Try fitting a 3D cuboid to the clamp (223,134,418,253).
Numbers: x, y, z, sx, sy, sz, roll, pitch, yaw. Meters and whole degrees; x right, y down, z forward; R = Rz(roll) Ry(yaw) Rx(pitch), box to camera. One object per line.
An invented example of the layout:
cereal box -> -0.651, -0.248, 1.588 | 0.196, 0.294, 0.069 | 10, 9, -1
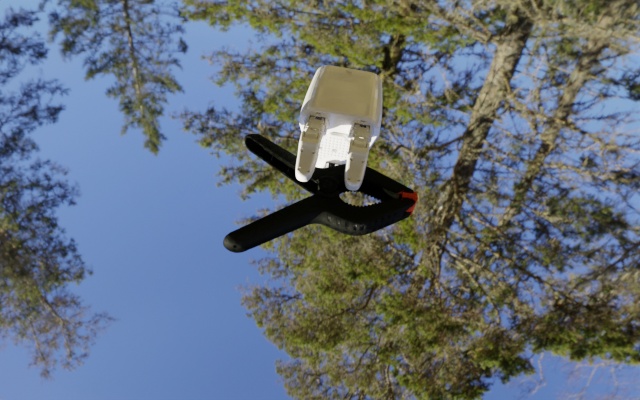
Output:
clamp -> 0.001, 0.002, 0.525 | 0.210, 0.164, 0.036 | 11, -39, 1
